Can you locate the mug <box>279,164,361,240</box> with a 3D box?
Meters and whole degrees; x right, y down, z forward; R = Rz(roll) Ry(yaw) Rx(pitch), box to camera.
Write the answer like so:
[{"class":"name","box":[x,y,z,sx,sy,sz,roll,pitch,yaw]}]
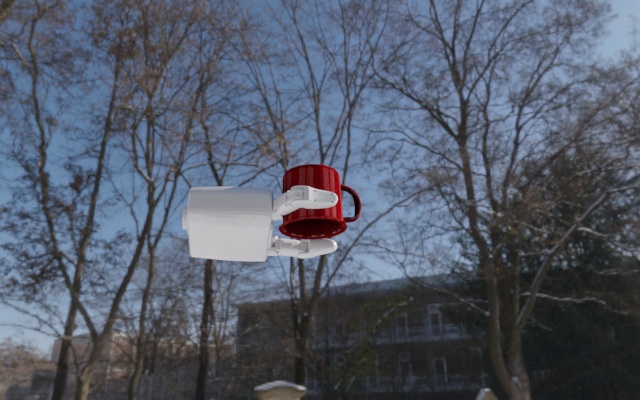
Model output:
[{"class":"mug","box":[0.002,0.002,0.662,0.117,0.081,0.093,2,-22,-12]}]
